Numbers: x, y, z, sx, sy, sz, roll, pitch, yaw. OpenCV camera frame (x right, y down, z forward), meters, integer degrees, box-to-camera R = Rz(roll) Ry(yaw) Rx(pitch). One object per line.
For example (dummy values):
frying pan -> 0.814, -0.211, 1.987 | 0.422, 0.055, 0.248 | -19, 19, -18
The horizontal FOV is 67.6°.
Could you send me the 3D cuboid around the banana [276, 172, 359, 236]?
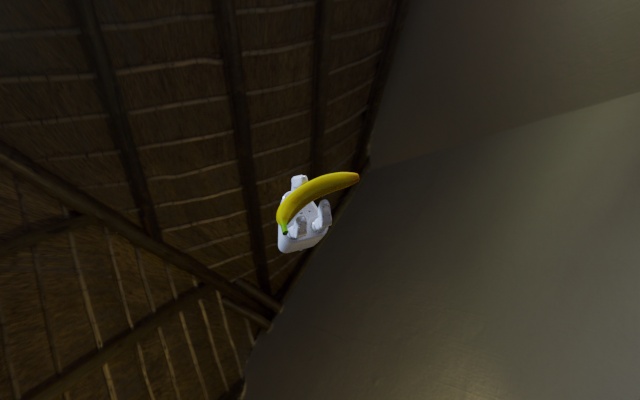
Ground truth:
banana -> -0.015, -0.006, 0.901 | 0.197, 0.037, 0.069 | -38, 62, -24
